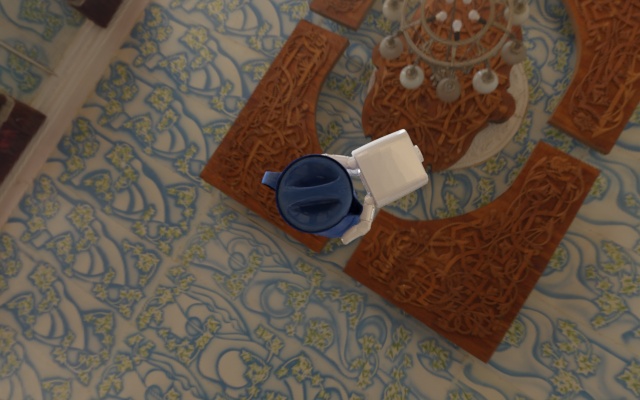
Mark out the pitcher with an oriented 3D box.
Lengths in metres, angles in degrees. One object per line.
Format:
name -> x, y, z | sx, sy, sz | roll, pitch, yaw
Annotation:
pitcher -> 0.000, 0.003, 0.898 | 0.145, 0.149, 0.243 | -27, -13, 5
